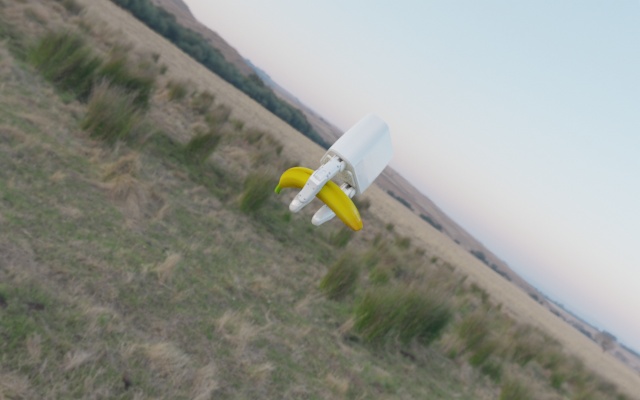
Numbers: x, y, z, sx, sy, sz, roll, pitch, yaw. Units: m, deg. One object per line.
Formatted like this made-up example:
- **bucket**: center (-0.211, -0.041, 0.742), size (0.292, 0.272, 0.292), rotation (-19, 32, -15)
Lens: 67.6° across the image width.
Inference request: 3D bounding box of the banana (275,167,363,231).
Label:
- **banana**: center (-0.003, -0.014, 0.824), size (0.197, 0.070, 0.037), rotation (26, 45, 35)
